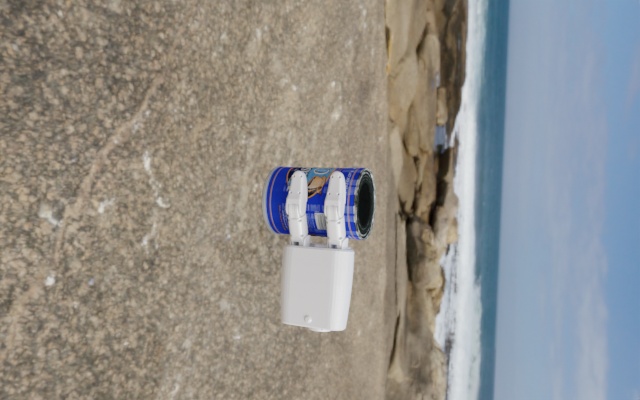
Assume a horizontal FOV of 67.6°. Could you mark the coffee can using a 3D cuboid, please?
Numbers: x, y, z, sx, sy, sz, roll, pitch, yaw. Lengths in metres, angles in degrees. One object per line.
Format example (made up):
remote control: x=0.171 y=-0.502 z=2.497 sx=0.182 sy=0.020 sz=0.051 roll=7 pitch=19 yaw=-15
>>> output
coffee can: x=0.000 y=0.002 z=0.695 sx=0.140 sy=0.103 sz=0.103 roll=3 pitch=1 yaw=21
